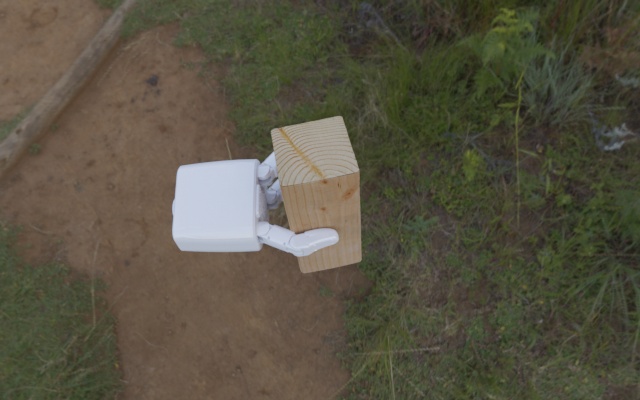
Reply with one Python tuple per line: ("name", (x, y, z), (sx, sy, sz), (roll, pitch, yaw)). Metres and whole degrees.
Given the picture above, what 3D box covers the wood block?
("wood block", (0.000, 0.002, 0.624), (0.090, 0.090, 0.206), (-11, -36, -2))
